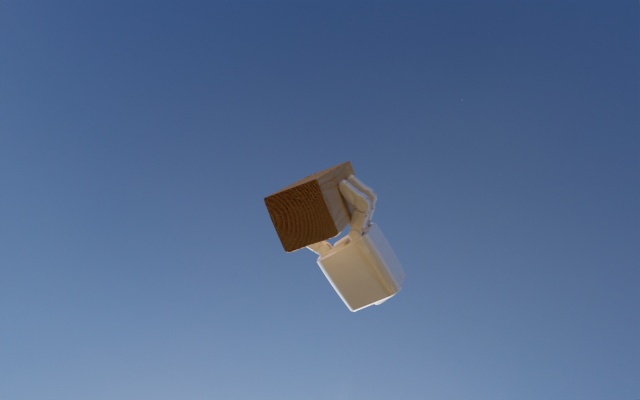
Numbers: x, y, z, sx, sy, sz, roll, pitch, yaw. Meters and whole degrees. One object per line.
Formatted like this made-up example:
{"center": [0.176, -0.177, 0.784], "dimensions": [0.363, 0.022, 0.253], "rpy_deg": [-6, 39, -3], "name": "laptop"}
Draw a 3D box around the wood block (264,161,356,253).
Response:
{"center": [0.000, 0.003, 0.779], "dimensions": [0.091, 0.090, 0.206], "rpy_deg": [-20, 5, 19], "name": "wood block"}
